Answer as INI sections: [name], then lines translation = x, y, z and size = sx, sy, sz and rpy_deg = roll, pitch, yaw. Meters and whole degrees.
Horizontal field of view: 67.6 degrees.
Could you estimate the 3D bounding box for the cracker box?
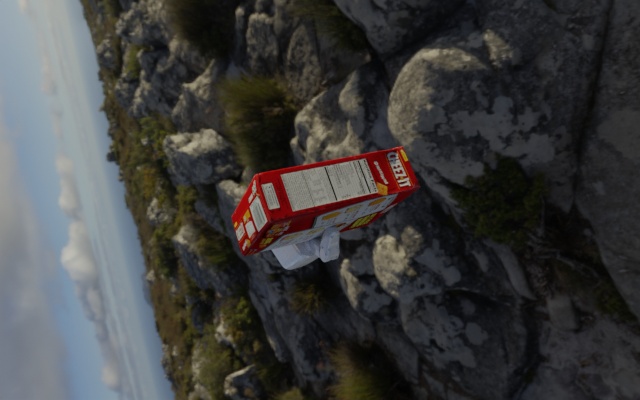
[cracker box]
translation = 0.000, 0.002, 0.654
size = 0.213, 0.072, 0.164
rpy_deg = -13, -15, -24
